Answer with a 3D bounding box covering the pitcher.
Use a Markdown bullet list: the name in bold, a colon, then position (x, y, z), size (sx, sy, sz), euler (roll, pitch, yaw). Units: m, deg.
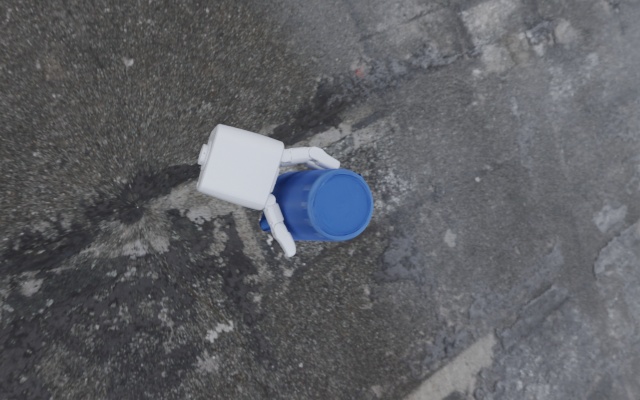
- **pitcher**: position (0.000, 0.003, 0.813), size (0.145, 0.149, 0.243), euler (19, -7, -19)
